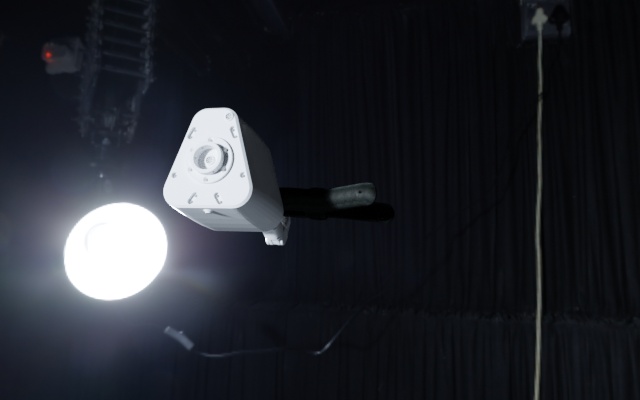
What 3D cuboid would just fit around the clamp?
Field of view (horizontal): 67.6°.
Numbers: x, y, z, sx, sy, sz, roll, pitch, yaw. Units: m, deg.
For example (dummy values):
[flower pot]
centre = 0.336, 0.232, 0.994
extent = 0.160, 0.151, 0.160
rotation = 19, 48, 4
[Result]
[clamp]
centre = 0.000, 0.001, 0.565
extent = 0.171, 0.039, 0.120
rotation = 0, -19, 10
